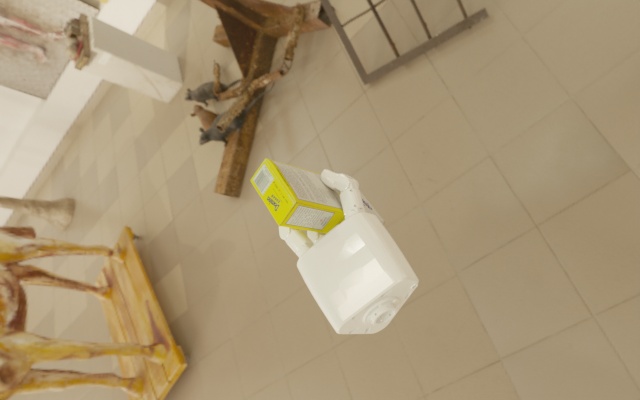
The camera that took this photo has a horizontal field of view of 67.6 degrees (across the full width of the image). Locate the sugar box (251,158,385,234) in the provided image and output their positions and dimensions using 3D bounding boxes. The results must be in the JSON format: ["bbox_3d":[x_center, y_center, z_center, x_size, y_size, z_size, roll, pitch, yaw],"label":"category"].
[{"bbox_3d":[0.000,0.003,0.647,0.176,0.048,0.093,17,29,-46],"label":"sugar box"}]
